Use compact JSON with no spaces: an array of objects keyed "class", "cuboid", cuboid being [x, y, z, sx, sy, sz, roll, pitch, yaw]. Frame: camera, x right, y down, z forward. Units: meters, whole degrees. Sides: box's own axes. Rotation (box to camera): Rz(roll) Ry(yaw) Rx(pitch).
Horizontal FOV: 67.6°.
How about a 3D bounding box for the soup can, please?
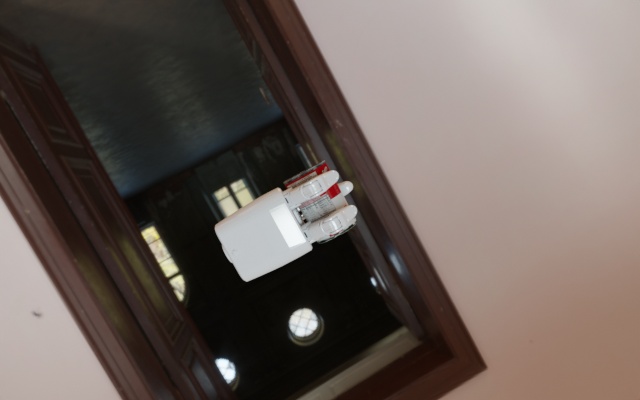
[{"class":"soup can","cuboid":[0.001,0.002,0.690,0.068,0.102,0.068,-28,5,3]}]
